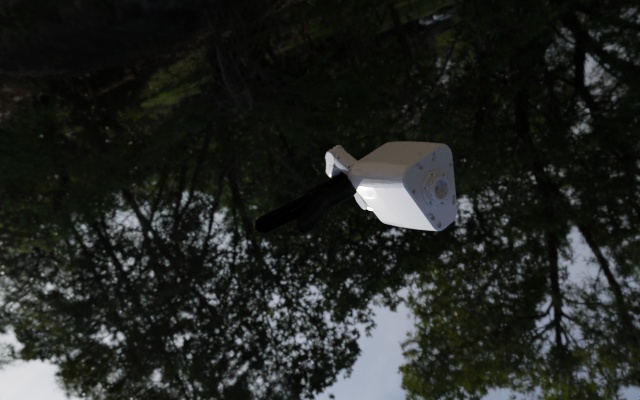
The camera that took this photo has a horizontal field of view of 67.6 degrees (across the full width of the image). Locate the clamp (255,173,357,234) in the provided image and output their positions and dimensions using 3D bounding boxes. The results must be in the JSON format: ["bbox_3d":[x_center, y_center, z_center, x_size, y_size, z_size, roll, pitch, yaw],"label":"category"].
[{"bbox_3d":[0.000,0.003,0.671,0.171,0.039,0.120,-33,23,-25],"label":"clamp"}]
